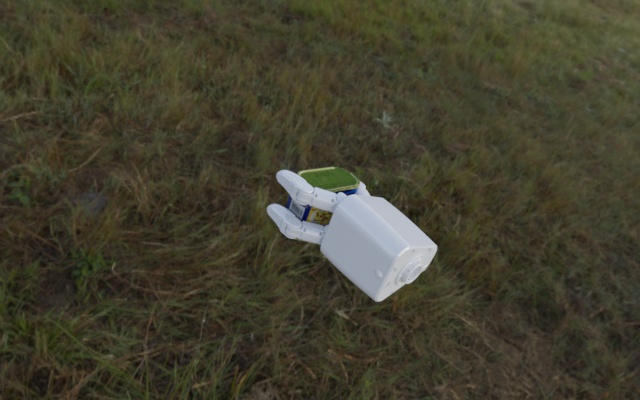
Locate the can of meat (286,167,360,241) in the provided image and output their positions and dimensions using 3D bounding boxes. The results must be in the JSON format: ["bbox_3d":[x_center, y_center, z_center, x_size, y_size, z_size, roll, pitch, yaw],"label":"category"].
[{"bbox_3d":[0.000,0.002,0.680,0.102,0.084,0.057,-11,44,-40],"label":"can of meat"}]
